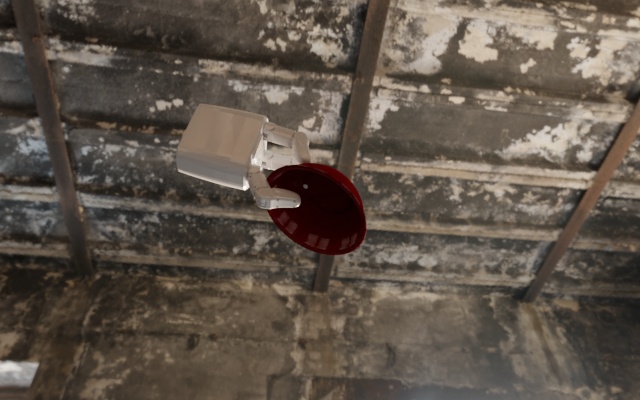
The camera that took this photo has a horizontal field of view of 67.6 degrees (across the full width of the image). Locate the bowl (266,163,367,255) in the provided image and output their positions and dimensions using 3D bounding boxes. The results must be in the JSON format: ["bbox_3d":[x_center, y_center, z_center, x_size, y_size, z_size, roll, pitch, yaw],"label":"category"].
[{"bbox_3d":[0.001,0.003,0.687,0.162,0.162,0.055,0,37,33],"label":"bowl"}]
